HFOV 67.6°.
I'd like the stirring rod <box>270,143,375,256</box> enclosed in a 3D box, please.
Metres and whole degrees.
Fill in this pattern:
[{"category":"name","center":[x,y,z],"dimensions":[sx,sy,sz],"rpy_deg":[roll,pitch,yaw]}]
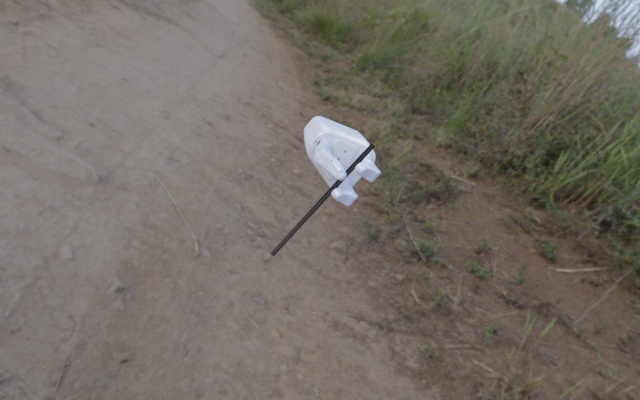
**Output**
[{"category":"stirring rod","center":[0.000,0.002,0.746],"dimensions":[0.011,0.239,0.011],"rpy_deg":[39,16,-13]}]
